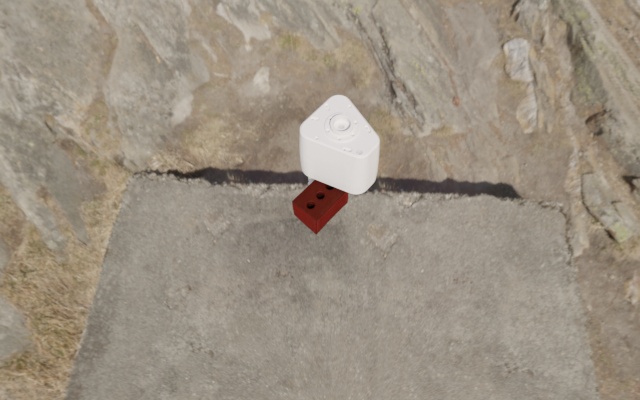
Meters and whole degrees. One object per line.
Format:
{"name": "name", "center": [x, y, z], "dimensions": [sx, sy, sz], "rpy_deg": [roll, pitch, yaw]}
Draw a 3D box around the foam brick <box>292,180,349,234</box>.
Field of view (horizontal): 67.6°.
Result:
{"name": "foam brick", "center": [0.000, 0.003, 0.755], "dimensions": [0.053, 0.078, 0.051], "rpy_deg": [39, -19, 17]}
